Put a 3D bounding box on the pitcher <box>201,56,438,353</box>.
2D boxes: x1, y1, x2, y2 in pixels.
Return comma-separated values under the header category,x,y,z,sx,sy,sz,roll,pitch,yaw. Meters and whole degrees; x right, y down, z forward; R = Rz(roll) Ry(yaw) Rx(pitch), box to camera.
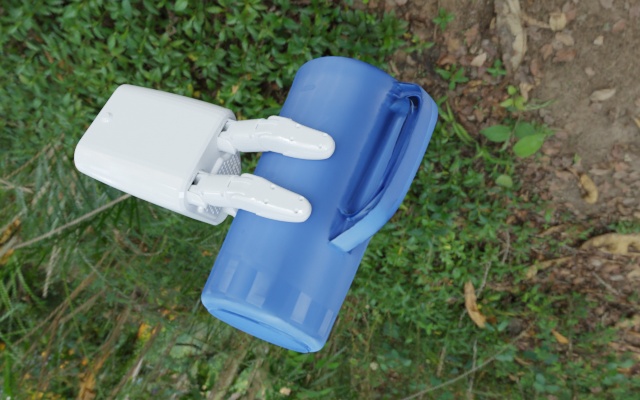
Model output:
category,x,y,z,sx,sy,sz,roll,pitch,yaw
pitcher,0.000,0.001,0.422,0.145,0.242,0.149,19,-23,9
